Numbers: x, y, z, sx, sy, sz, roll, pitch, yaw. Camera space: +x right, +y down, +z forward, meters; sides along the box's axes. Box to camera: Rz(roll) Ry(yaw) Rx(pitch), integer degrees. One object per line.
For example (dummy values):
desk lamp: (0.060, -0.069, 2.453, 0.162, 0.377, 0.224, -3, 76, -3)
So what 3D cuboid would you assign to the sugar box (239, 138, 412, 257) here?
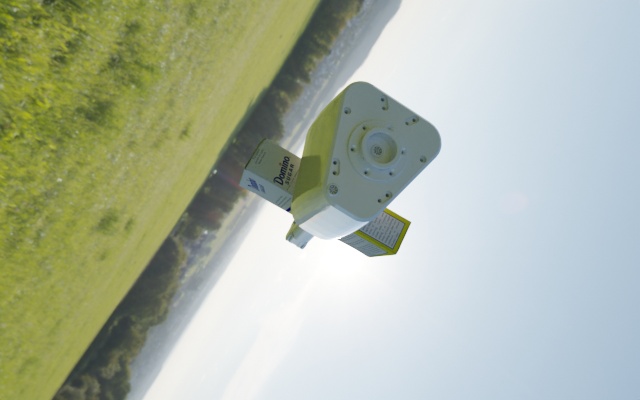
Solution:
sugar box: (0.000, 0.001, 0.518, 0.176, 0.048, 0.093, 32, -15, -8)
